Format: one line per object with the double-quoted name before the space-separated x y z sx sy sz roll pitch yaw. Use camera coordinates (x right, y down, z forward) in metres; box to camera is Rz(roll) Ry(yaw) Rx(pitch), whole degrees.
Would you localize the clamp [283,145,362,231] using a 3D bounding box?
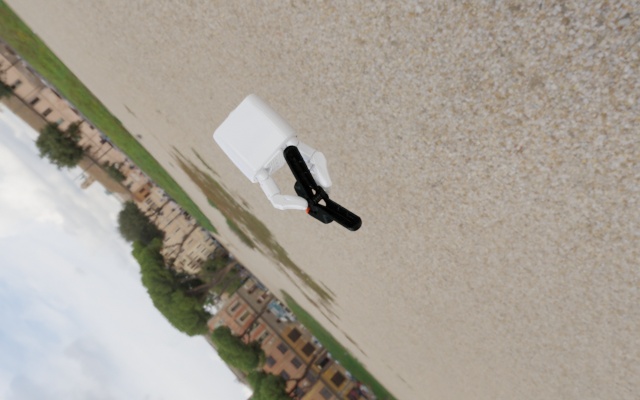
"clamp" -0.001 0.003 0.801 0.036 0.164 0.210 -40 -10 -11
